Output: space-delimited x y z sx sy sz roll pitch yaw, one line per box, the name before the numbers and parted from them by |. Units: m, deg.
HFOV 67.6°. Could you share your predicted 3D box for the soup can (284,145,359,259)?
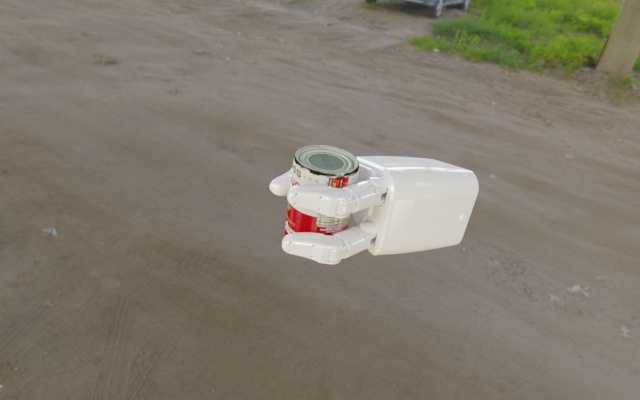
soup can | 0.000 0.001 0.499 0.068 0.102 0.068 7 30 -4
